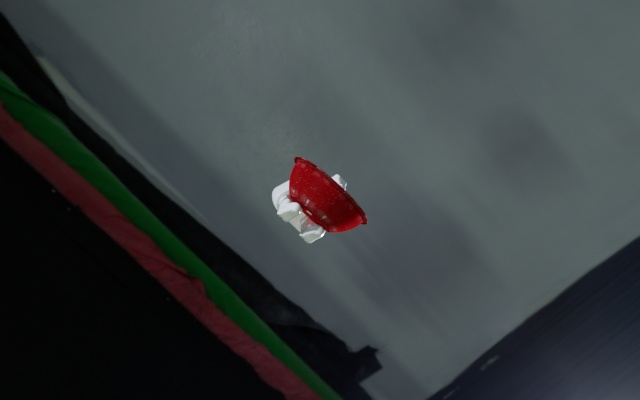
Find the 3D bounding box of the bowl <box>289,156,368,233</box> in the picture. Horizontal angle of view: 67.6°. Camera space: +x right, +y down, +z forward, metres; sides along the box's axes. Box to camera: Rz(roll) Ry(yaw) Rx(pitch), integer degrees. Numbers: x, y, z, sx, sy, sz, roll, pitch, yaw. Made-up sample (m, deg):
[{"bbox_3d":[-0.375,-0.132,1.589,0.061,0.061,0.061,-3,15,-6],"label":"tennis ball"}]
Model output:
[{"bbox_3d":[0.000,0.003,0.784,0.162,0.055,0.162,41,-10,8],"label":"bowl"}]
